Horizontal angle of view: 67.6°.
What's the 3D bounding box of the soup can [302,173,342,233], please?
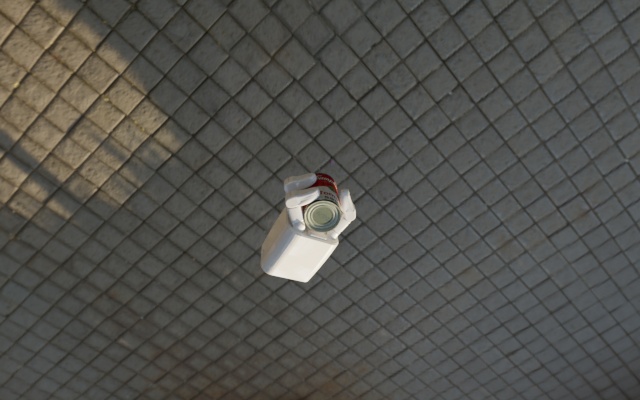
[{"bbox_3d":[0.001,0.003,0.854,0.068,0.068,0.102,0,30,-4],"label":"soup can"}]
